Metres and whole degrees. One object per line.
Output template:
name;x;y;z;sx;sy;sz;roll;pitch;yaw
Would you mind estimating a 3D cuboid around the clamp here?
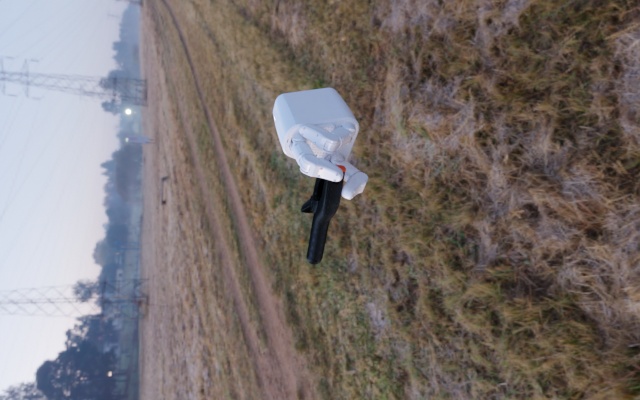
clamp;0.000;0.002;0.745;0.039;0.172;0.120;3;39;-22
